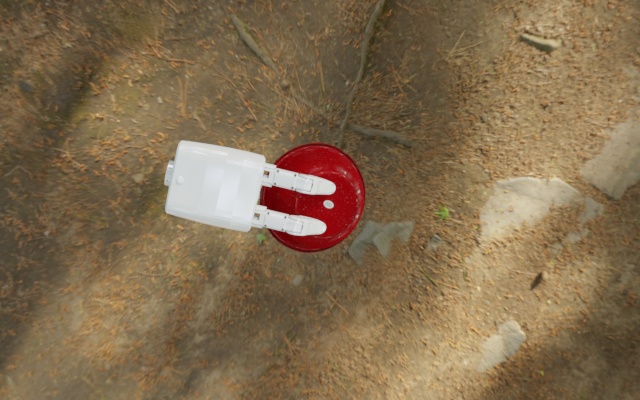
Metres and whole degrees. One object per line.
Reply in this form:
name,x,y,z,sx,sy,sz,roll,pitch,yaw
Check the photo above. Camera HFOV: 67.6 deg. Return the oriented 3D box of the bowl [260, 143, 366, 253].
bowl,0.002,0.002,0.667,0.162,0.162,0.055,0,11,-21
